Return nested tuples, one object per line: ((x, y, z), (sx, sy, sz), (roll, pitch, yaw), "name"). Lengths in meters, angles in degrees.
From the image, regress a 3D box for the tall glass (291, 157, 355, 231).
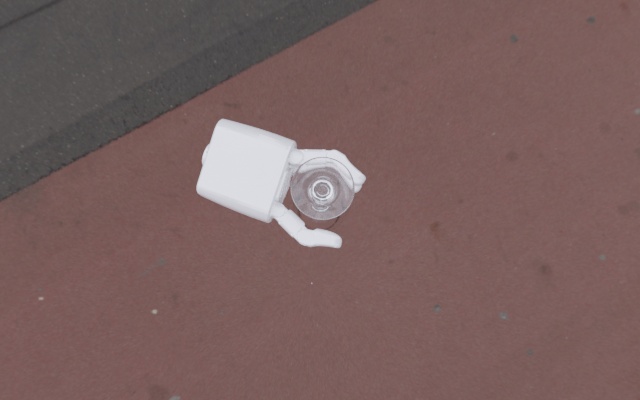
((0.000, 0.002, 0.648), (0.079, 0.079, 0.201), (0, -10, -1), "tall glass")
